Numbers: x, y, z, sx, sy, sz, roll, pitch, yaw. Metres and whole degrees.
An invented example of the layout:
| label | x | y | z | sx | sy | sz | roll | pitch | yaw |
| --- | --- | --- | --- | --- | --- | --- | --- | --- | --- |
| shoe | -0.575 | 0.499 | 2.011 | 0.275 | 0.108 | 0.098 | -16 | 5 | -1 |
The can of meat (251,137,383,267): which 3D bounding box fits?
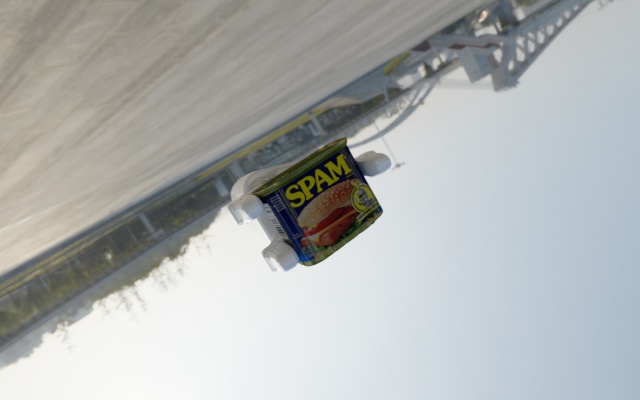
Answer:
| label | x | y | z | sx | sy | sz | roll | pitch | yaw |
| --- | --- | --- | --- | --- | --- | --- | --- | --- | --- |
| can of meat | 0.000 | 0.002 | 0.456 | 0.102 | 0.084 | 0.057 | -34 | 11 | -20 |
